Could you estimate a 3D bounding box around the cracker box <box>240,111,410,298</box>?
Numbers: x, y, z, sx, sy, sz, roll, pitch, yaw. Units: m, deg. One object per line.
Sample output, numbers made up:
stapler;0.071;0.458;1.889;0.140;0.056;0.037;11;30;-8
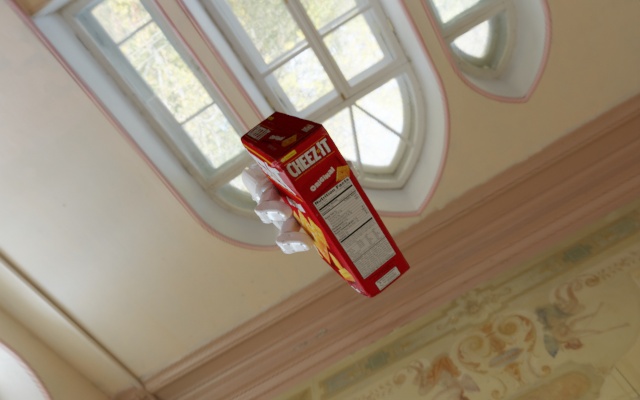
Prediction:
cracker box;0.000;0.002;0.593;0.072;0.214;0.164;-38;25;-9
